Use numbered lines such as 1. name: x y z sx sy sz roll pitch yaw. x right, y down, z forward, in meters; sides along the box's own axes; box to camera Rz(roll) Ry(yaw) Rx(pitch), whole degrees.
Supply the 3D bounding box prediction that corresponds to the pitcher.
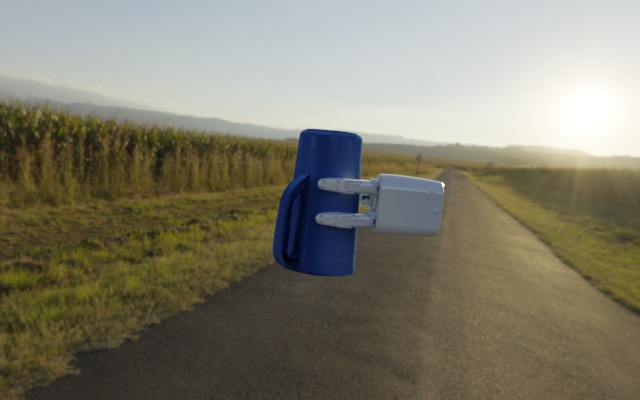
1. pitcher: 0.000 0.003 0.816 0.145 0.243 0.149 5 5 -4
